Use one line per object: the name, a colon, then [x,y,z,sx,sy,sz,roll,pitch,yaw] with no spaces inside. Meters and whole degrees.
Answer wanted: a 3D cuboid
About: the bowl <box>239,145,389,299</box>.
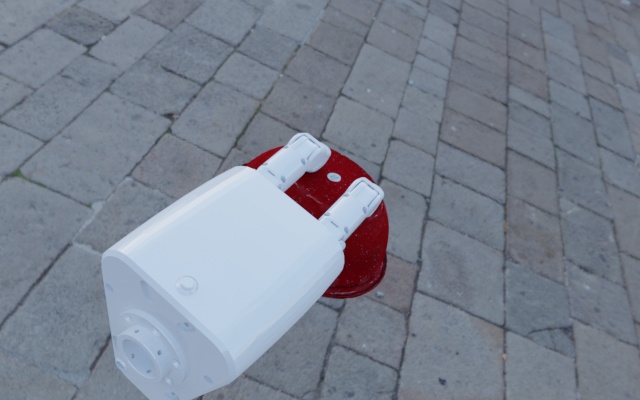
bowl: [0.001,0.000,0.403,0.162,0.055,0.162,23,33,-16]
